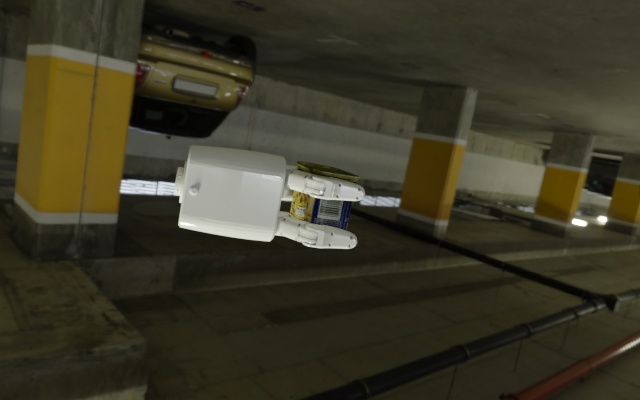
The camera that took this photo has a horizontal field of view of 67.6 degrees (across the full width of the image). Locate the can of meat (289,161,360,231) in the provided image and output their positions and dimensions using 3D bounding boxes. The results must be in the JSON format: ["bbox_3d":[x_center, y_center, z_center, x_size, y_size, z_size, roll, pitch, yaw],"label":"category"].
[{"bbox_3d":[0.000,0.002,0.580,0.057,0.084,0.102,8,8,-20],"label":"can of meat"}]
